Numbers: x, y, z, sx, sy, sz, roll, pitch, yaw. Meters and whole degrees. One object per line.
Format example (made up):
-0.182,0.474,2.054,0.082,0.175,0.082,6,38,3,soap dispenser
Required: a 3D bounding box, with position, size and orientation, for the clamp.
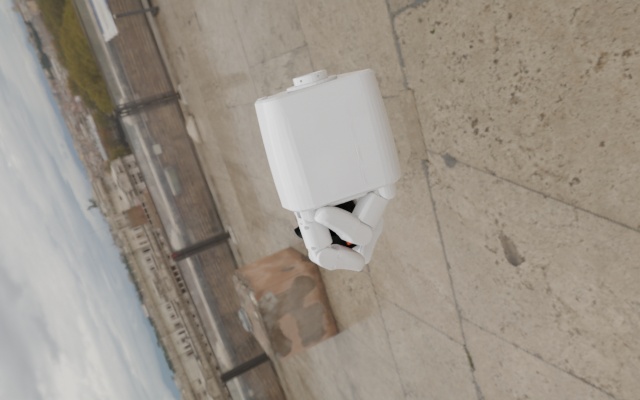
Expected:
0.000,0.002,0.546,0.039,0.120,0.171,-23,18,-22,clamp
